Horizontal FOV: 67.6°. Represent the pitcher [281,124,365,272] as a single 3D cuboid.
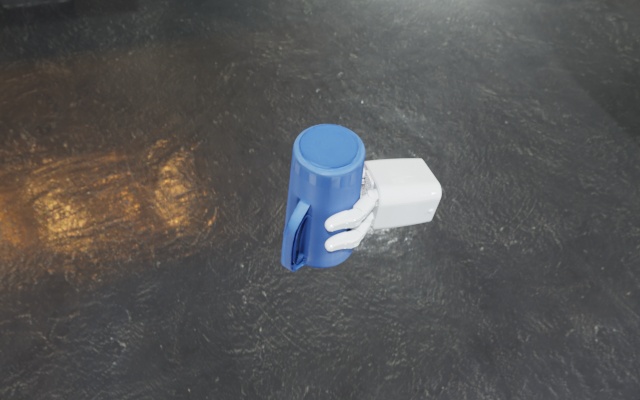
[{"bbox_3d":[0.000,0.003,0.786,0.145,0.149,0.243,-5,-38,-9],"label":"pitcher"}]
